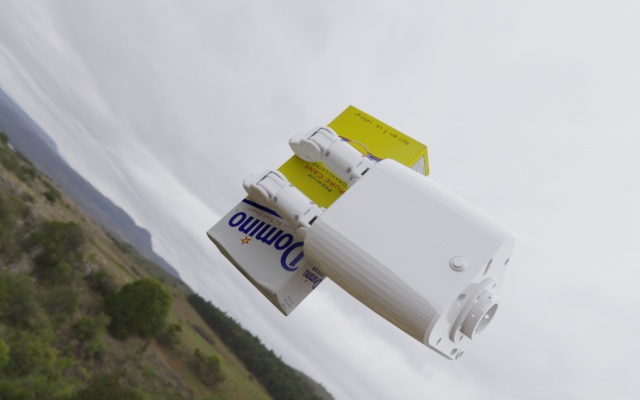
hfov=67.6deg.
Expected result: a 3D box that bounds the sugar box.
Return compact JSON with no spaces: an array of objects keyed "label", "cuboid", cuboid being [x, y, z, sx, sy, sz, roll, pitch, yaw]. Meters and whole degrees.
[{"label":"sugar box","cuboid":[0.000,0.001,0.405,0.093,0.176,0.048,35,-22,33]}]
